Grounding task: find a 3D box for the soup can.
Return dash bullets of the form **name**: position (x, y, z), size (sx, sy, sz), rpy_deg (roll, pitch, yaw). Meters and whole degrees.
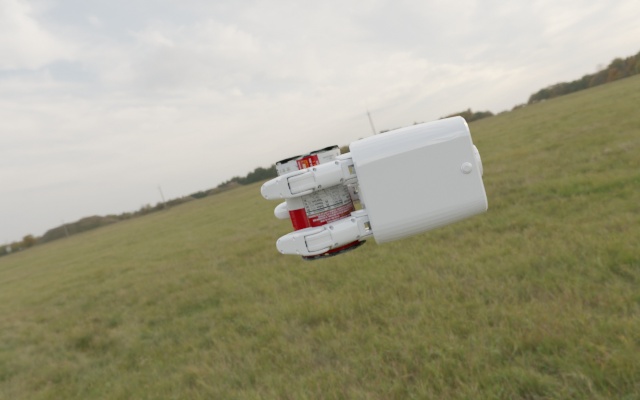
- **soup can**: position (0.000, 0.001, 0.481), size (0.068, 0.102, 0.068), rpy_deg (-16, 4, 1)
